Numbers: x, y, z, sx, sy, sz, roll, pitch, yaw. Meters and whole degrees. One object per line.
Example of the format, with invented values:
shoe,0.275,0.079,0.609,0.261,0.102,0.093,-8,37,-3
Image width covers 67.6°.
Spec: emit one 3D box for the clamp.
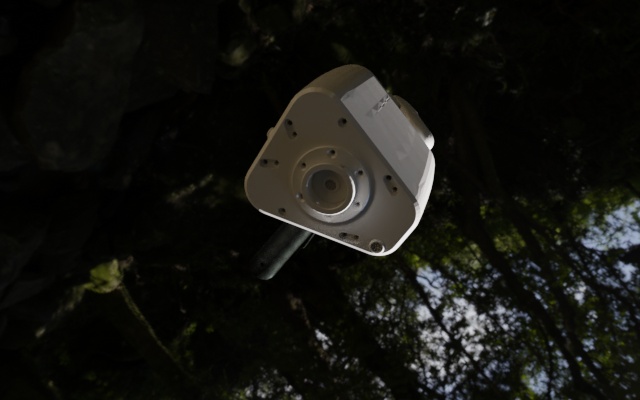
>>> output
clamp,0.001,0.002,0.436,0.039,0.171,0.120,36,26,1
